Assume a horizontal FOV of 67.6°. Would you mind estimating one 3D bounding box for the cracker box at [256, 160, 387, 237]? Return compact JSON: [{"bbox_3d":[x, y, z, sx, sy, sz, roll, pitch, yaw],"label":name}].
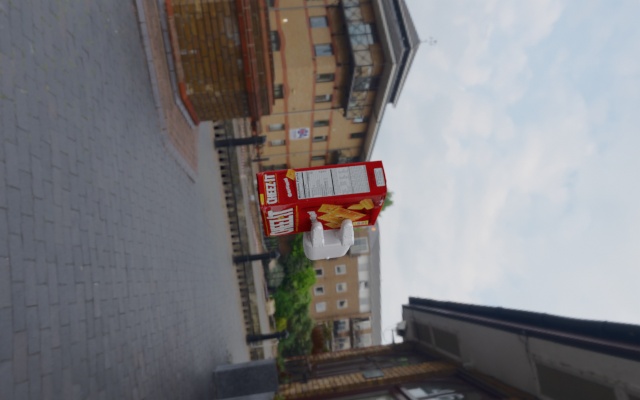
[{"bbox_3d":[0.000,0.003,0.850,0.213,0.072,0.164,-6,-21,-5],"label":"cracker box"}]
